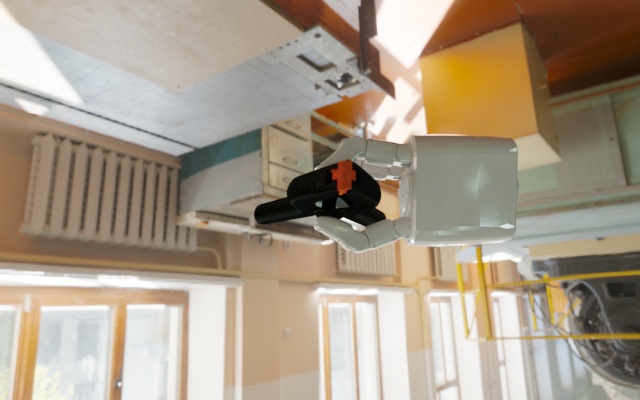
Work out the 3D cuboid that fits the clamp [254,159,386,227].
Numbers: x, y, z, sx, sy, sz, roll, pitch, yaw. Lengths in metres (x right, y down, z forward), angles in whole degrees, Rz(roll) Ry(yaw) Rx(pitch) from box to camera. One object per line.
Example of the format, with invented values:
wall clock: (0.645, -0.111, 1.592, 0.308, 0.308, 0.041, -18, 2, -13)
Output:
clamp: (0.000, 0.002, 0.512, 0.164, 0.036, 0.210, 1, -13, 1)
